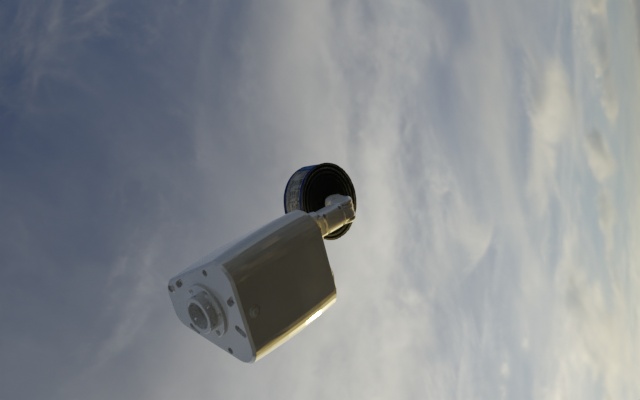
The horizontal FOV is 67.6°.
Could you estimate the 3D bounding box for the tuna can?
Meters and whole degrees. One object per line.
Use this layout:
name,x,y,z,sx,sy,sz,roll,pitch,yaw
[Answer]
tuna can,0.000,0.002,0.536,0.086,0.086,0.034,0,-3,-45
